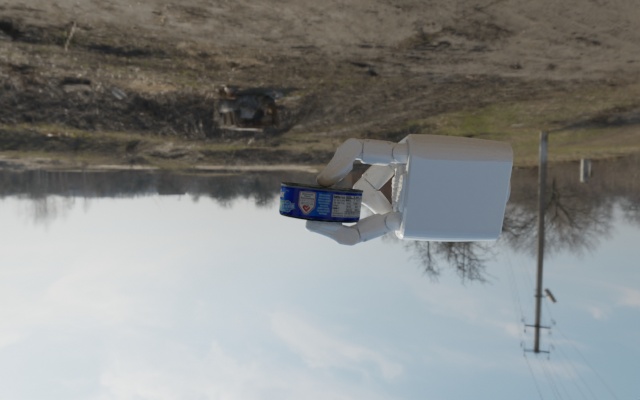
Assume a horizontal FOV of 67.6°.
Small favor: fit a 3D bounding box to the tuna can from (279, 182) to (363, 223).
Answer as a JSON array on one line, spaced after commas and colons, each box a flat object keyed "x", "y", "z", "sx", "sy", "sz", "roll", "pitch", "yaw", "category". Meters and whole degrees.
[{"x": 0.000, "y": 0.002, "z": 0.493, "sx": 0.086, "sy": 0.034, "sz": 0.086, "roll": 6, "pitch": 3, "yaw": 0, "category": "tuna can"}]
